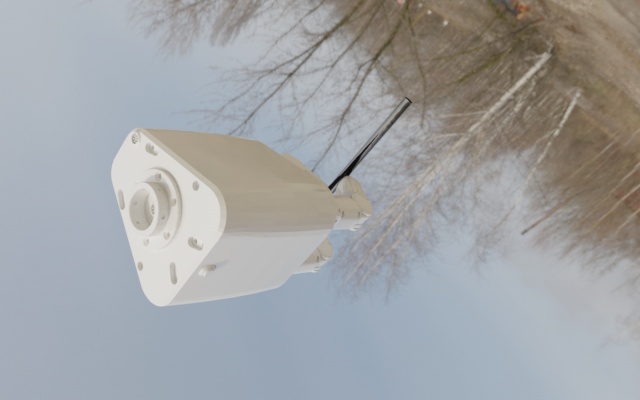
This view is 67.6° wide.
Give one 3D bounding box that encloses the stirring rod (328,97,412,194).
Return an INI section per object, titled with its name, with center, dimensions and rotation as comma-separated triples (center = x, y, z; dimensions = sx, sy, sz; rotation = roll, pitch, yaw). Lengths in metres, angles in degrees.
[stirring rod]
center = 0.000, 0.001, 0.437
dimensions = 0.240, 0.011, 0.011
rotation = -49, -26, 25
